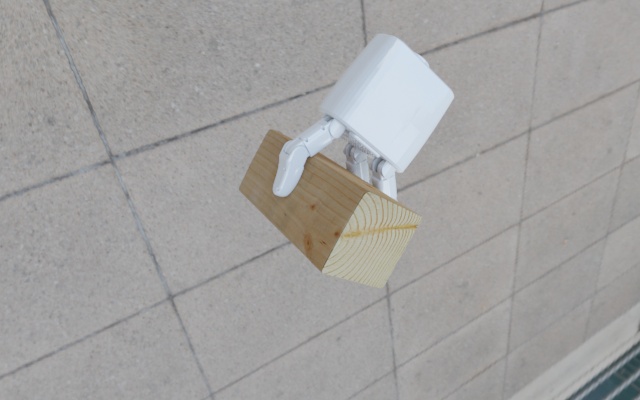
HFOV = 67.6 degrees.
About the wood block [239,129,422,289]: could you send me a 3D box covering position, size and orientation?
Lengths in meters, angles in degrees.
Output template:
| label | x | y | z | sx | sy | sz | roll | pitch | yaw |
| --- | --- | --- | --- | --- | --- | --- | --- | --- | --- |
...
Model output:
| label | x | y | z | sx | sy | sz | roll | pitch | yaw |
| --- | --- | --- | --- | --- | --- | --- | --- | --- | --- |
| wood block | 0.000 | 0.001 | 0.542 | 0.091 | 0.090 | 0.206 | 22 | 10 | -39 |
